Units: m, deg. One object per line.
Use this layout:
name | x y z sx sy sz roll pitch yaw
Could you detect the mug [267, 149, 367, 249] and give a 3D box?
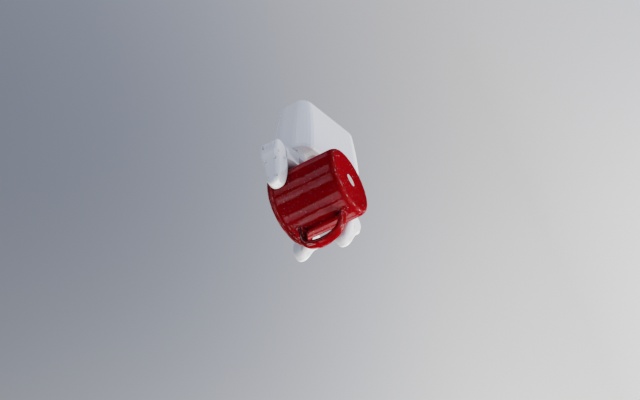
mug | 0.000 0.003 0.529 0.081 0.117 0.093 -25 -50 20
